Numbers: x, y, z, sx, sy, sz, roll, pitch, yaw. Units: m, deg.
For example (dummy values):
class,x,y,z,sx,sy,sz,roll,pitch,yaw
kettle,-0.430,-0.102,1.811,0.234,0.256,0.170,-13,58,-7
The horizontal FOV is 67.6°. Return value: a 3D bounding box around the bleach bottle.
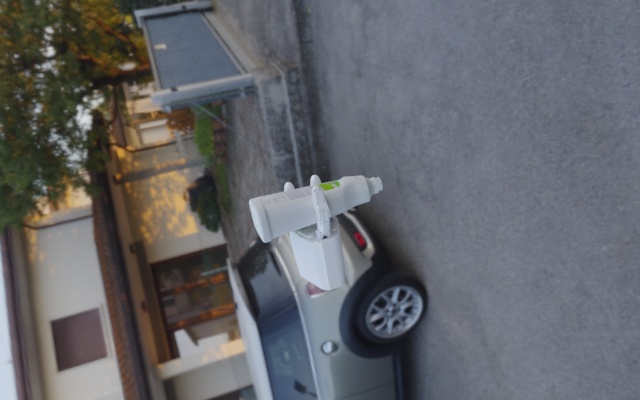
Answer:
class,x,y,z,sx,sy,sz,roll,pitch,yaw
bleach bottle,0.000,0.003,0.888,0.251,0.068,0.102,-15,22,-13
